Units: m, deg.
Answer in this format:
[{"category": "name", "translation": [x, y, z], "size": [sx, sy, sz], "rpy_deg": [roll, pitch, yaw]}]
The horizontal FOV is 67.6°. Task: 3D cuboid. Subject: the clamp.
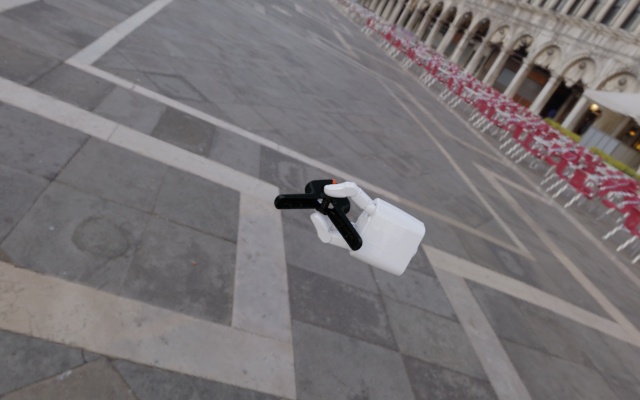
[{"category": "clamp", "translation": [0.001, 0.002, 0.873], "size": [0.164, 0.036, 0.210], "rpy_deg": [27, 23, -10]}]
